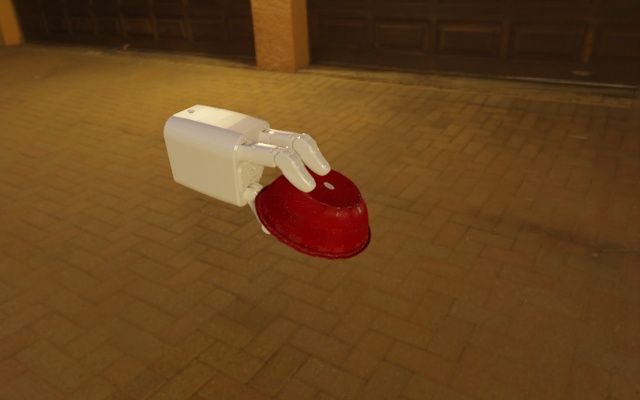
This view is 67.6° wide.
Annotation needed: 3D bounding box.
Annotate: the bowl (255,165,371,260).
[{"bbox_3d":[0.001,0.002,0.618,0.162,0.055,0.162,16,32,-11],"label":"bowl"}]
